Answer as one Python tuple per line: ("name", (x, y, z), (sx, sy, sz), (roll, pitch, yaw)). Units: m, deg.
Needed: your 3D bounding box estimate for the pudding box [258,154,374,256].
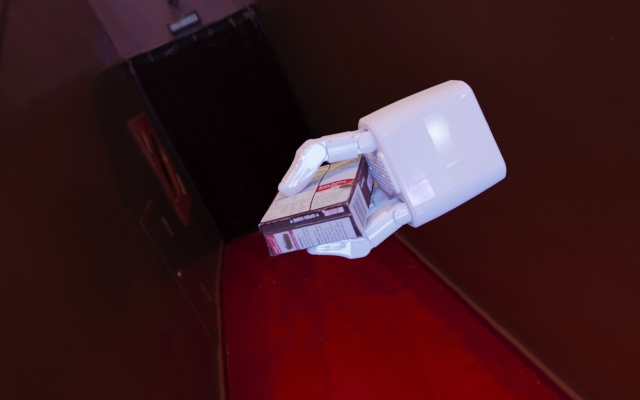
("pudding box", (0.000, 0.001, 0.461), (0.090, 0.039, 0.113), (-15, 22, 19))
